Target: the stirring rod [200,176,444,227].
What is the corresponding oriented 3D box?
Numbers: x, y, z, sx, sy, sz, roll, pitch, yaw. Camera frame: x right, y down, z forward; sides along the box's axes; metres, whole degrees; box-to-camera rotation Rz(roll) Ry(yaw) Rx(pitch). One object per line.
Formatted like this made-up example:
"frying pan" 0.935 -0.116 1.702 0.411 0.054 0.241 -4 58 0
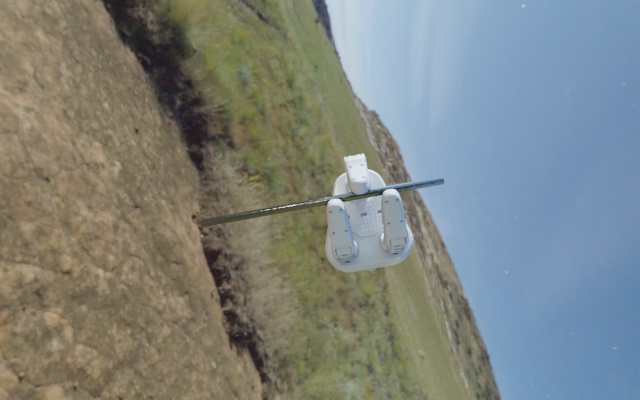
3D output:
"stirring rod" 0.000 0.002 0.468 0.239 0.011 0.011 -10 -1 4
